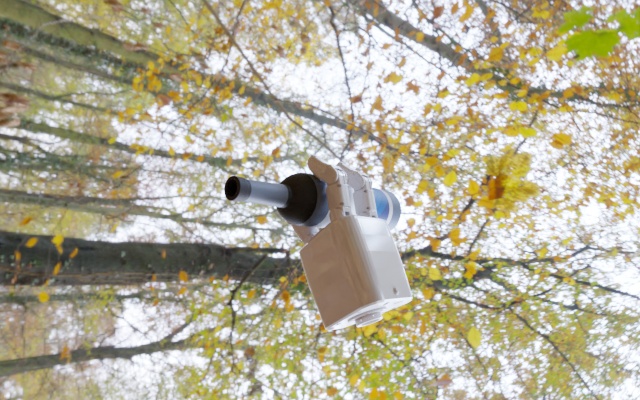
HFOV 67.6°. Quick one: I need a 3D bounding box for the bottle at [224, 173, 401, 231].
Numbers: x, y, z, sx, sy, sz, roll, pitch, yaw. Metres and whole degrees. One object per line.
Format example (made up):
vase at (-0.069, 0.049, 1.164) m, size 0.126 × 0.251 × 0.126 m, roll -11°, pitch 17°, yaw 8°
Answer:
bottle at (0.000, 0.002, 0.624) m, size 0.069 × 0.069 × 0.296 m, roll 0°, pitch -6°, yaw 41°
